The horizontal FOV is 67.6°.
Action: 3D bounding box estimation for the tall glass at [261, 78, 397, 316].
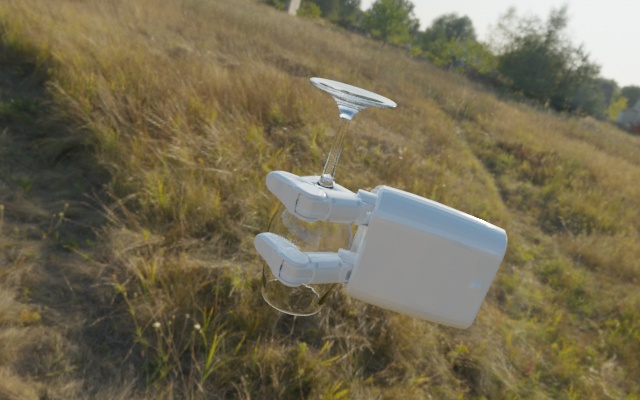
[{"bbox_3d":[0.000,0.001,0.421,0.079,0.201,0.079,15,20,-6],"label":"tall glass"}]
